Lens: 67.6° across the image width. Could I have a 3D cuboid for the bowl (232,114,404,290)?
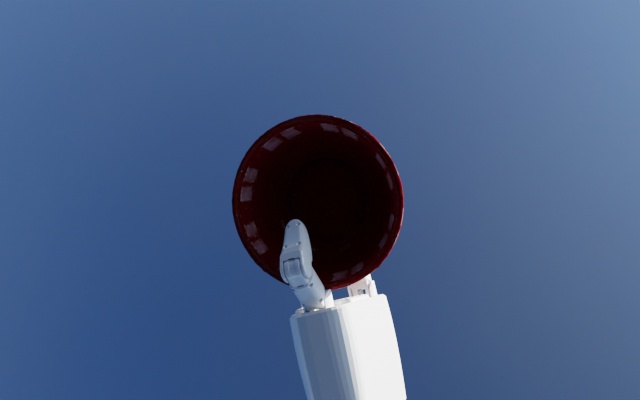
[{"bbox_3d":[0.000,0.000,0.458,0.162,0.162,0.055,0,4,14],"label":"bowl"}]
